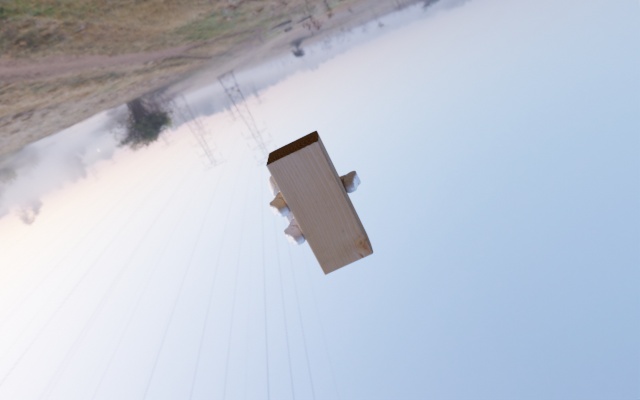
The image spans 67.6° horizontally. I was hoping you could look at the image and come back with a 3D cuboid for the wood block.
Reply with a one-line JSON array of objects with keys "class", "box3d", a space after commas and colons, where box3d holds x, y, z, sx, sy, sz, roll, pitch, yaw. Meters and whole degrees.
[{"class": "wood block", "box3d": [0.000, 0.002, 0.782, 0.091, 0.206, 0.090, -25, 18, 6]}]
